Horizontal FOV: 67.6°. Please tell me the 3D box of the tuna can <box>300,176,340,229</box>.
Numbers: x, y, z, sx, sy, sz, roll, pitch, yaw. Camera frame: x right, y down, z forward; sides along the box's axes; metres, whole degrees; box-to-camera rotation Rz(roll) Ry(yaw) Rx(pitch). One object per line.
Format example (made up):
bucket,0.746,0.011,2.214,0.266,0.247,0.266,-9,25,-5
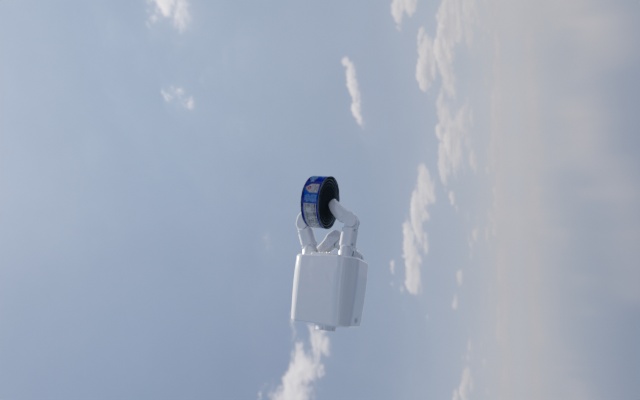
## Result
tuna can,0.000,0.002,0.772,0.034,0.086,0.086,4,2,24
